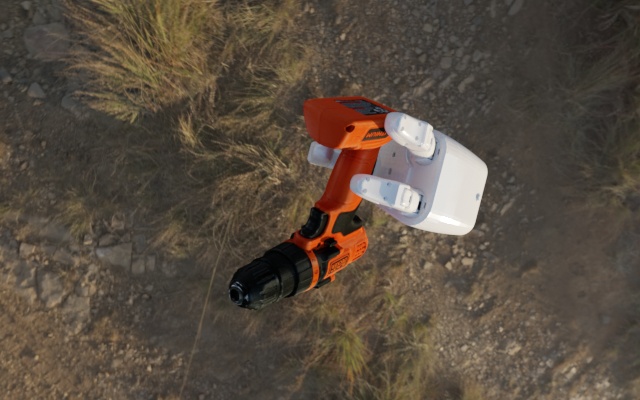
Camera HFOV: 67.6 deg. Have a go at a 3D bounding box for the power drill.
[{"bbox_3d":[0.000,0.001,0.441,0.057,0.188,0.184,32,30,26],"label":"power drill"}]
